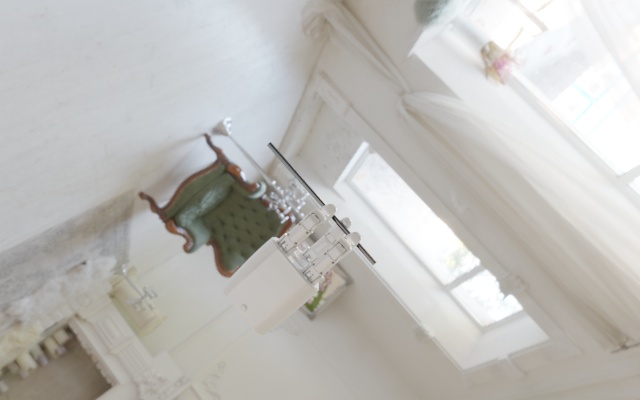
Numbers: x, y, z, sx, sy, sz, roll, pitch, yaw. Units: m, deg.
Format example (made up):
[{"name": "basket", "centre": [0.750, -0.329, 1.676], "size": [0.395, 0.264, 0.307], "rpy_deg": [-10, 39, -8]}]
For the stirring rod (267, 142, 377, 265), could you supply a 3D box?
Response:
[{"name": "stirring rod", "centre": [0.000, 0.002, 0.707], "size": [0.011, 0.239, 0.011], "rpy_deg": [-40, -10, -9]}]
